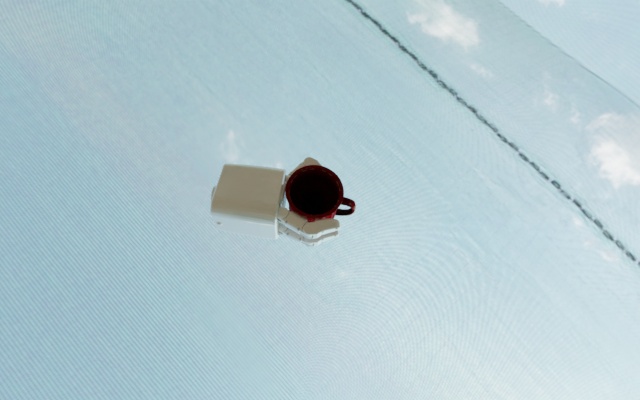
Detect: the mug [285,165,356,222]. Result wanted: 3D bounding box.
[{"bbox_3d":[0.002,0.003,0.789,0.117,0.093,0.081,9,-24,0],"label":"mug"}]
